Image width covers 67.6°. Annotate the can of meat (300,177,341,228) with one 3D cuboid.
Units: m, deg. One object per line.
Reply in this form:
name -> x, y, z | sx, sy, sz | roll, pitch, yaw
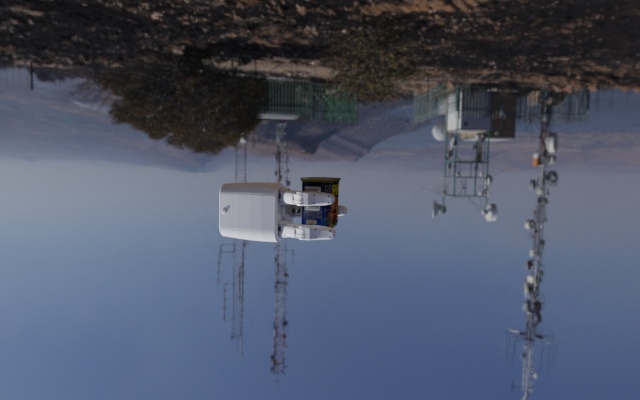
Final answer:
can of meat -> 0.000, 0.003, 0.814 | 0.057, 0.084, 0.102 | 2, 4, 11
